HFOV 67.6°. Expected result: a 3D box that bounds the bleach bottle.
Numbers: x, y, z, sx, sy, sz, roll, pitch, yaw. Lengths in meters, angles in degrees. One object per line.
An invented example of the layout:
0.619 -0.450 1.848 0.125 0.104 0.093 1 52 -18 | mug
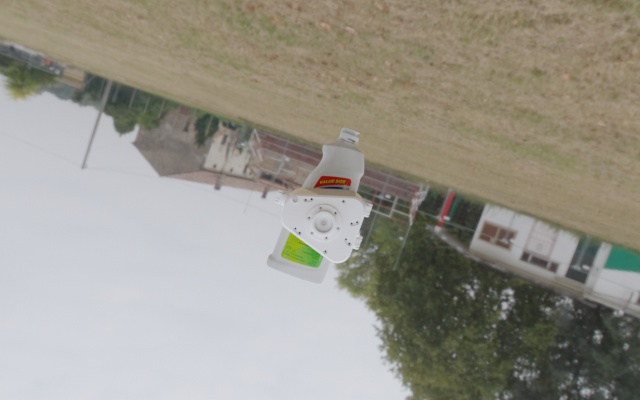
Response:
0.000 0.003 0.775 0.102 0.251 0.068 19 4 0 | bleach bottle
